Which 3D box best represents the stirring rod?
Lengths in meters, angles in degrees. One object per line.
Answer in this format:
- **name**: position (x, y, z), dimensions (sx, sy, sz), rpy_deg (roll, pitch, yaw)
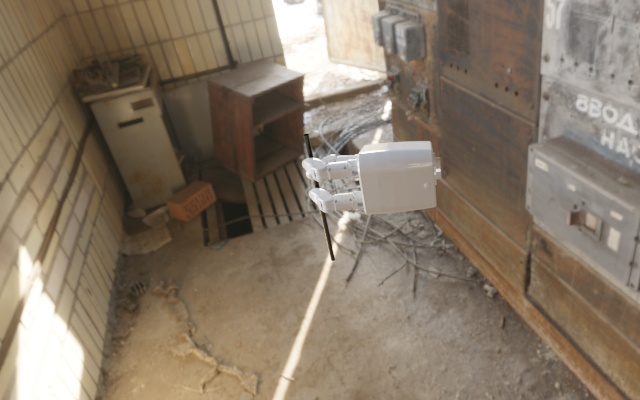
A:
- **stirring rod**: position (0.000, 0.003, 0.777), dimensions (0.011, 0.240, 0.011), rpy_deg (-9, 31, 5)
